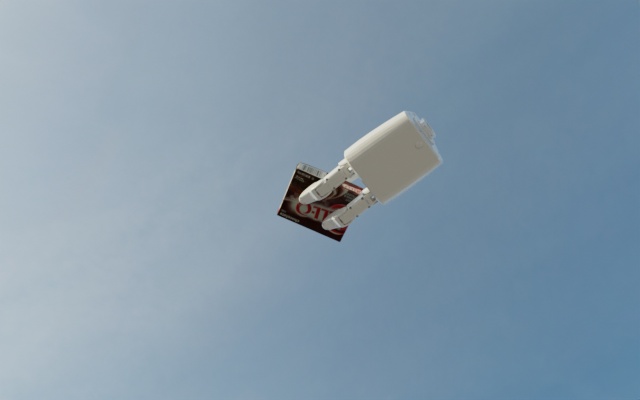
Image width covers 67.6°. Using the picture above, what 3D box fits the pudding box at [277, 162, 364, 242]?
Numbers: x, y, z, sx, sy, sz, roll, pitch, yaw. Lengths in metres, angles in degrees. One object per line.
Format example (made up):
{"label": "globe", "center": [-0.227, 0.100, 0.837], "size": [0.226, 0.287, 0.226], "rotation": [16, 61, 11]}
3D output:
{"label": "pudding box", "center": [0.000, 0.002, 0.748], "size": [0.113, 0.090, 0.039], "rotation": [24, 26, -1]}
